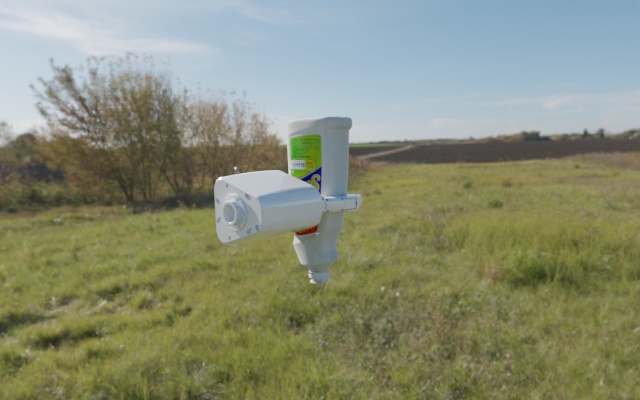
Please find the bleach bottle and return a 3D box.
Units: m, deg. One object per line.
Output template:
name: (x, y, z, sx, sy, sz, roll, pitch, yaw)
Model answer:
bleach bottle: (0.000, 0.002, 0.727, 0.102, 0.251, 0.068, 3, 8, 42)
